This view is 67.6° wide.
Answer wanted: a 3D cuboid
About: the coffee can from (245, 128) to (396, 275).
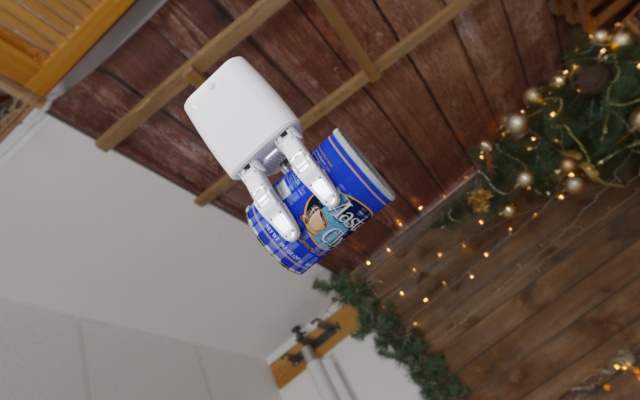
[{"bbox_3d":[0.000,0.002,0.547,0.140,0.103,0.103,-40,-9,10],"label":"coffee can"}]
